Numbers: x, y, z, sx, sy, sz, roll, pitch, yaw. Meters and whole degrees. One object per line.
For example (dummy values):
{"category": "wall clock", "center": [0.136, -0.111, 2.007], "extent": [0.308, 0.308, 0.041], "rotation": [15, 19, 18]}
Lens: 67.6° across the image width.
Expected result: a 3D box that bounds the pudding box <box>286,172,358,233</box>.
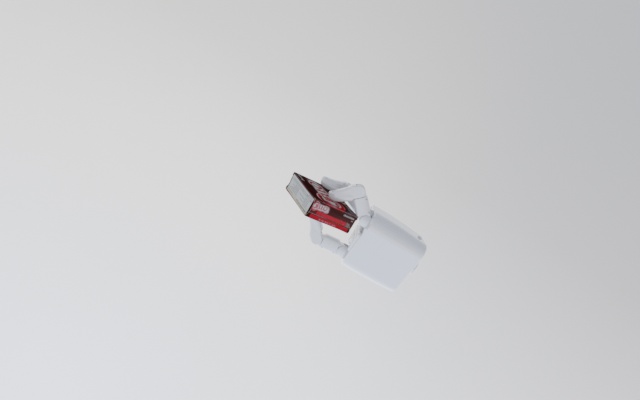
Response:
{"category": "pudding box", "center": [0.000, 0.003, 0.801], "extent": [0.090, 0.039, 0.113], "rotation": [25, 12, -31]}
